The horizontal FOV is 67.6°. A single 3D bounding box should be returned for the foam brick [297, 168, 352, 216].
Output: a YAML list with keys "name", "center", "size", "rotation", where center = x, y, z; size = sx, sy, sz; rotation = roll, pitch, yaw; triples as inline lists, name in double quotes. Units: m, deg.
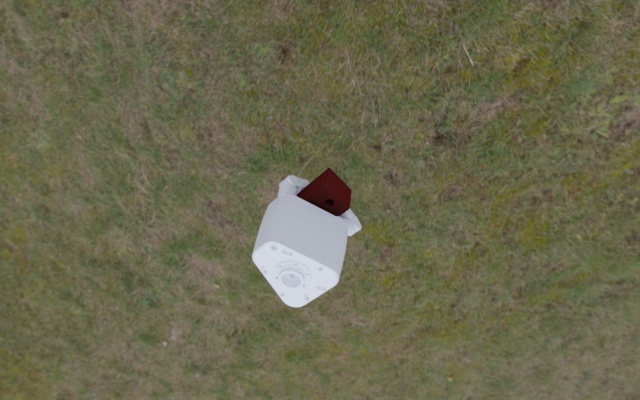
- name: "foam brick"
  center: [0.000, 0.002, 0.700]
  size: [0.078, 0.053, 0.051]
  rotation: [-38, 22, 28]
